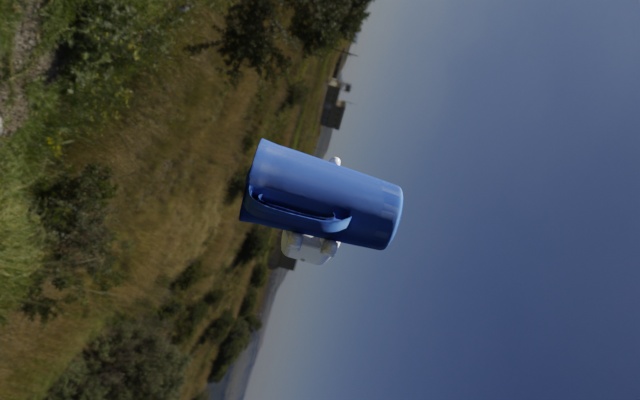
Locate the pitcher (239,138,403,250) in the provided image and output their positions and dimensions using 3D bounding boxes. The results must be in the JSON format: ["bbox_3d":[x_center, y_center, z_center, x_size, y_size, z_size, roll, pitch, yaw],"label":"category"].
[{"bbox_3d":[0.000,0.002,0.745,0.243,0.149,0.145,15,-24,-4],"label":"pitcher"}]
